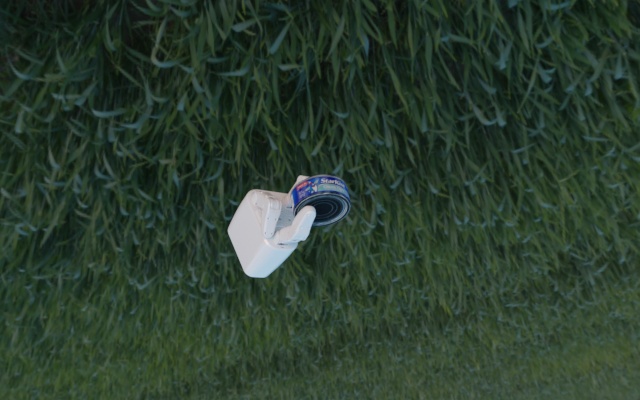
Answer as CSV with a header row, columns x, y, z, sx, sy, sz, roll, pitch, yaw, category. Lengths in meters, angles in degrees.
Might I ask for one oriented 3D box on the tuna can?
x,y,z,sx,sy,sz,roll,pitch,yaw,category
0.000,0.003,0.695,0.086,0.033,0.086,-7,-36,-5,tuna can
